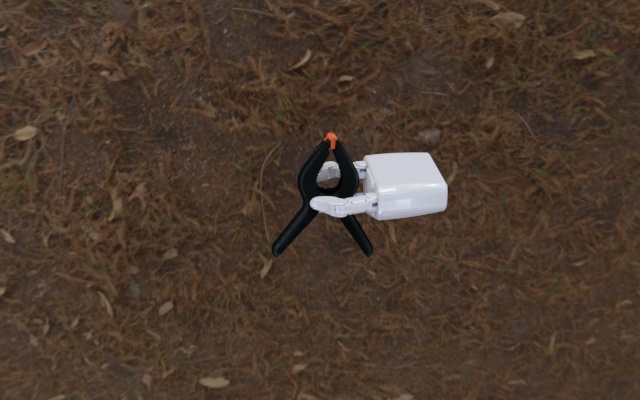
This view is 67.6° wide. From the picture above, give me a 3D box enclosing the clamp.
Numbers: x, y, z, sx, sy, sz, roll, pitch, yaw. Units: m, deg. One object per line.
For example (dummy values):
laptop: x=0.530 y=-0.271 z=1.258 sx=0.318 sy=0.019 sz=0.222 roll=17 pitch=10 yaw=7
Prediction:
clamp: x=0.000 y=0.002 z=0.737 sx=0.164 sy=0.210 sz=0.036 roll=-6 pitch=23 yaw=-7
